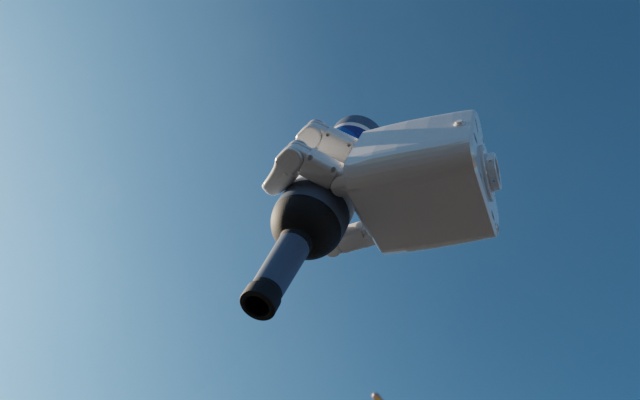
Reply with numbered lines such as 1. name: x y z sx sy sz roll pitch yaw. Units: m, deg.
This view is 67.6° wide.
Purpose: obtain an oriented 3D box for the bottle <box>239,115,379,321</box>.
1. bottle: 0.000 0.001 0.452 0.069 0.069 0.295 0 30 20
